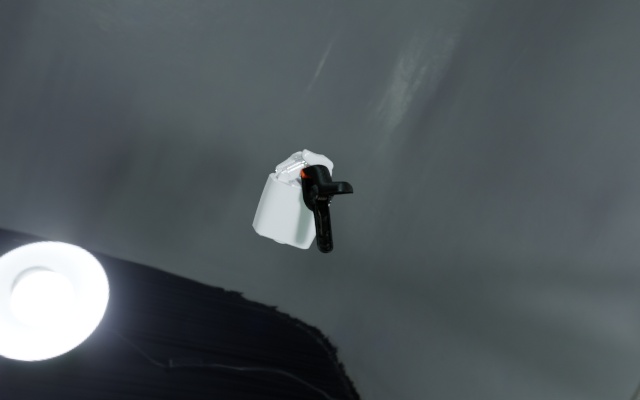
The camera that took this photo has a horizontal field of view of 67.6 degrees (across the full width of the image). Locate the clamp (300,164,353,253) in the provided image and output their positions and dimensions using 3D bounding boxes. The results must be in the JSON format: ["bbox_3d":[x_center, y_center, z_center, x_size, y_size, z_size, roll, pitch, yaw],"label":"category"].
[{"bbox_3d":[0.000,0.002,0.769,0.039,0.120,0.171,13,17,-22],"label":"clamp"}]
